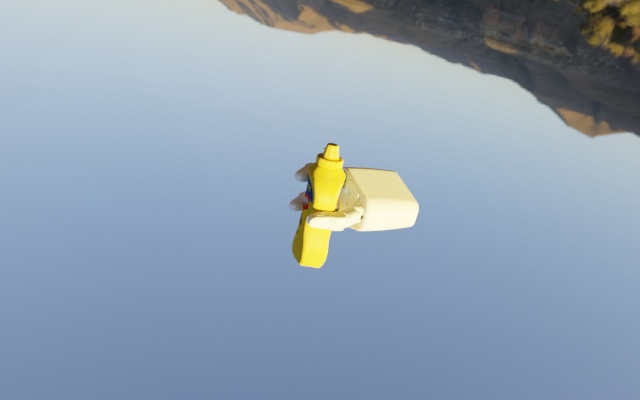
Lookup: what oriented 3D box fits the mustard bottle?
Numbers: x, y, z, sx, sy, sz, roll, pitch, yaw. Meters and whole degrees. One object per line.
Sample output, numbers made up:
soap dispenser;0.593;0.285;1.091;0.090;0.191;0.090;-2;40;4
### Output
mustard bottle;0.000;0.003;0.750;0.058;0.192;0.096;10;23;-6
